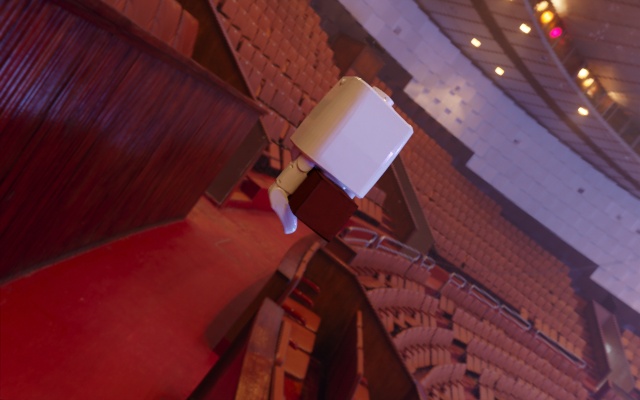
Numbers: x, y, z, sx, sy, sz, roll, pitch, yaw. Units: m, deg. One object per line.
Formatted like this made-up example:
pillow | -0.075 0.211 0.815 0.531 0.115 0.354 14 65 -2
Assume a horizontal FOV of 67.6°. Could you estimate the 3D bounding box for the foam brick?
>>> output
foam brick | 0.000 0.002 0.536 0.053 0.051 0.078 39 5 -17
